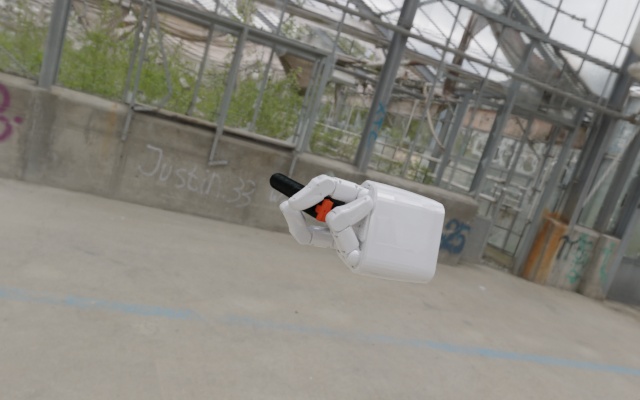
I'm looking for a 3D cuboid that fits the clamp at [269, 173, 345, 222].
[{"bbox_3d":[0.000,0.002,0.662,0.120,0.039,0.171,13,11,-20],"label":"clamp"}]
